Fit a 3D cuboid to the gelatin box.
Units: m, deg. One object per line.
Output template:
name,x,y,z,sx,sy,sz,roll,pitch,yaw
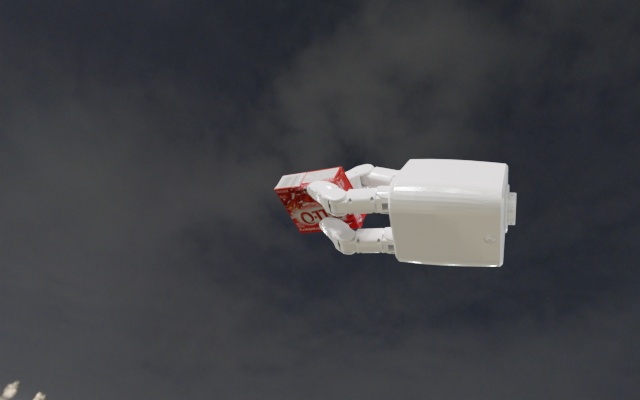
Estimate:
gelatin box,0.000,0.002,0.567,0.089,0.073,0.030,-6,37,34
